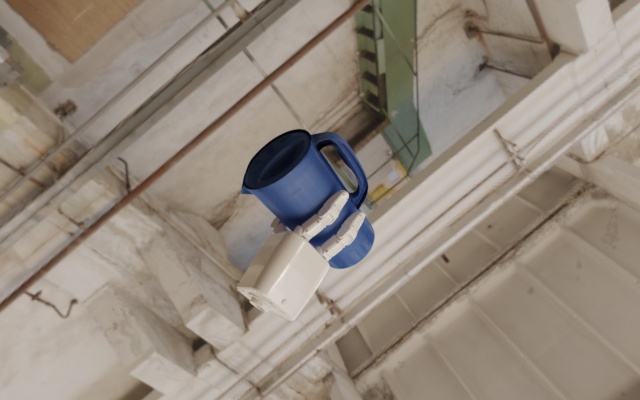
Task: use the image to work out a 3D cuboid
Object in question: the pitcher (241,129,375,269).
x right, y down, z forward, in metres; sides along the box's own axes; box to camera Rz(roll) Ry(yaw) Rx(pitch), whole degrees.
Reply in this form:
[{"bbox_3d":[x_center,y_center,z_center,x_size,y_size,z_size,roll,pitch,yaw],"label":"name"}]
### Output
[{"bbox_3d":[0.000,0.003,0.806,0.149,0.145,0.243,7,-35,49],"label":"pitcher"}]
